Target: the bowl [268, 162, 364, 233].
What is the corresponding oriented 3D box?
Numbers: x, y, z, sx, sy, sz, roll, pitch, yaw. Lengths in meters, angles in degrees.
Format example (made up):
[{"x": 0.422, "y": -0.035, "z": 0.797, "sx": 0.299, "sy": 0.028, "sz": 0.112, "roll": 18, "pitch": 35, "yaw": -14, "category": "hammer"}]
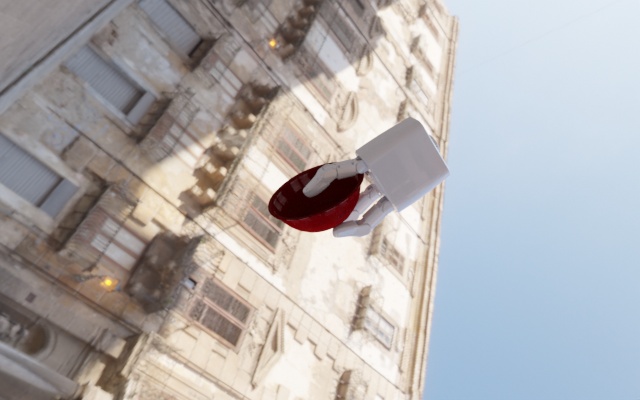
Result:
[{"x": -0.001, "y": 0.003, "z": 0.763, "sx": 0.162, "sy": 0.055, "sz": 0.162, "roll": -18, "pitch": 28, "yaw": 10, "category": "bowl"}]
